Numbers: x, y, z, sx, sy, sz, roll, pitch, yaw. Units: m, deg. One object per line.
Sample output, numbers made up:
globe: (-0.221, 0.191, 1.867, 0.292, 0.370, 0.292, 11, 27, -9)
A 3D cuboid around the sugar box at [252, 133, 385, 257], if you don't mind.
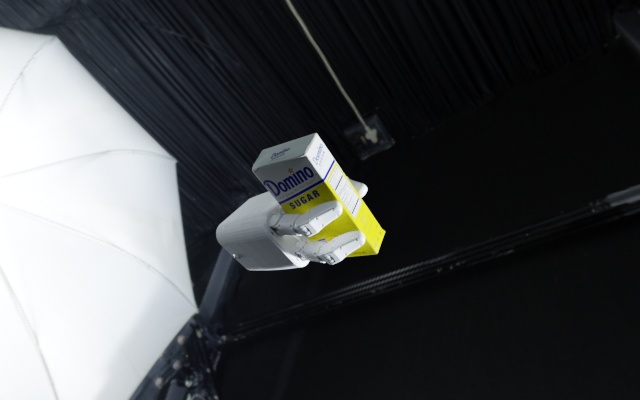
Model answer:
sugar box: (0.000, 0.003, 0.613, 0.093, 0.048, 0.176, -12, -50, 38)
